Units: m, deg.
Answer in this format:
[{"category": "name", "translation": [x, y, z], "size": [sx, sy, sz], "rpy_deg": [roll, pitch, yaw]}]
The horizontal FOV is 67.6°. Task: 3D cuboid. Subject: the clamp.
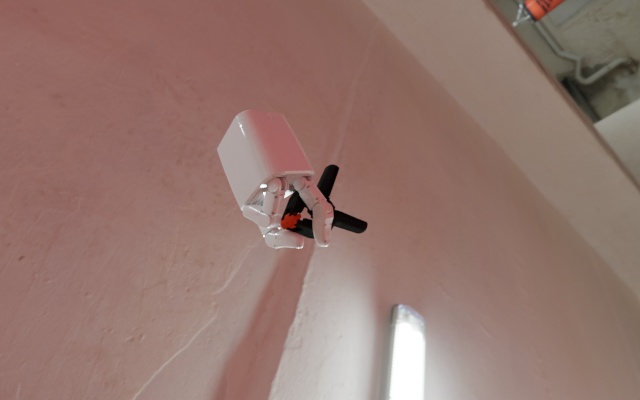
[{"category": "clamp", "translation": [0.000, 0.003, 0.720], "size": [0.039, 0.120, 0.171], "rpy_deg": [-36, -18, 33]}]
